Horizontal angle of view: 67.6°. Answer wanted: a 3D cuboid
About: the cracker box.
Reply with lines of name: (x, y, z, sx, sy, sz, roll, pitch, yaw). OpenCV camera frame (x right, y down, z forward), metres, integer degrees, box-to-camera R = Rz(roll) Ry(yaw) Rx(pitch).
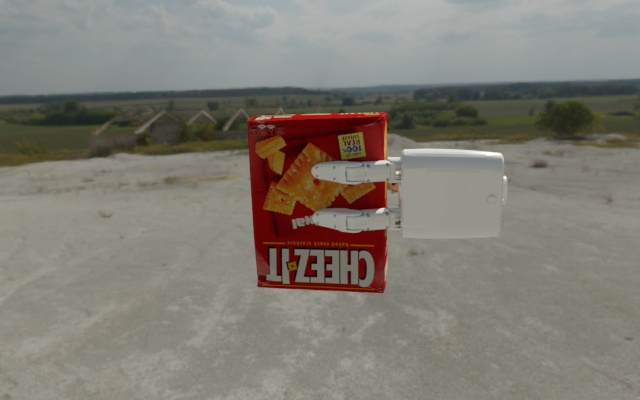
cracker box: (0.000, 0.002, 0.590, 0.164, 0.214, 0.072, 1, 13, 11)
